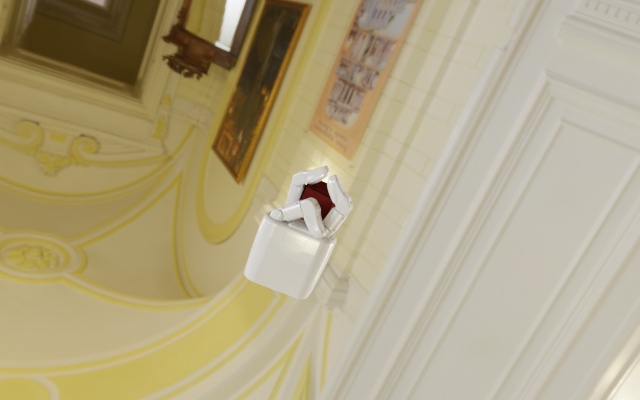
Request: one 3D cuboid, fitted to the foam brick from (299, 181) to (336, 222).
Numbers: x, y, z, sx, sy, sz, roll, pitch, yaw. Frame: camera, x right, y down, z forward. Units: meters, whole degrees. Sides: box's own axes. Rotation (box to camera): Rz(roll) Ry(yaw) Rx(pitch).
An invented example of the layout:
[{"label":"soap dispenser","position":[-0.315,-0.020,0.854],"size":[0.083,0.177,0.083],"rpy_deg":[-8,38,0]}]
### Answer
[{"label":"foam brick","position":[0.000,0.002,0.765],"size":[0.053,0.051,0.078],"rpy_deg":[25,15,12]}]
